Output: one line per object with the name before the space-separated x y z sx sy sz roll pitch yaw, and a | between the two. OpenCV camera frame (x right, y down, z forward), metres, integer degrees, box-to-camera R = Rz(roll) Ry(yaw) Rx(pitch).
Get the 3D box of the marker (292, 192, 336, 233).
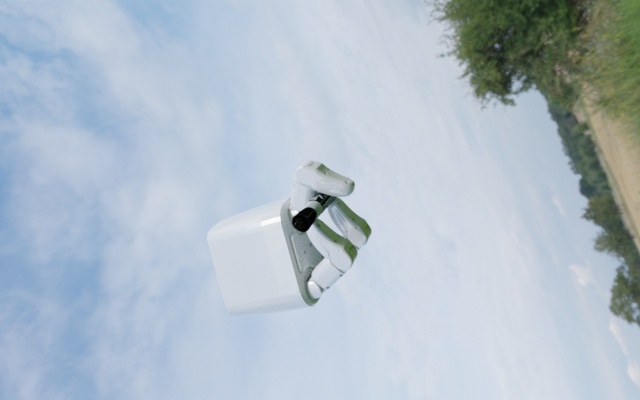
marker | 0.000 0.002 0.489 0.020 0.020 0.121 0 21 21
